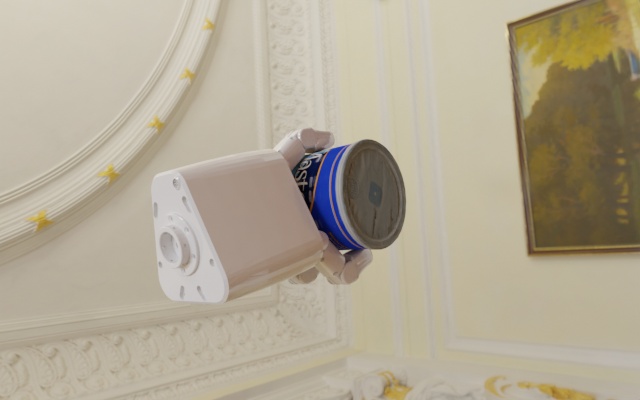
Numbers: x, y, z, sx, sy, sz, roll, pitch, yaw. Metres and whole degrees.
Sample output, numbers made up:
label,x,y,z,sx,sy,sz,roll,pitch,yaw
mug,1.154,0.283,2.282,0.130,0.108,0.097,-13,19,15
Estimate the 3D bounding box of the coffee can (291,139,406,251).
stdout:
label,x,y,z,sx,sy,sz,roll,pitch,yaw
coffee can,0.000,0.001,0.485,0.140,0.103,0.103,-9,-6,41
